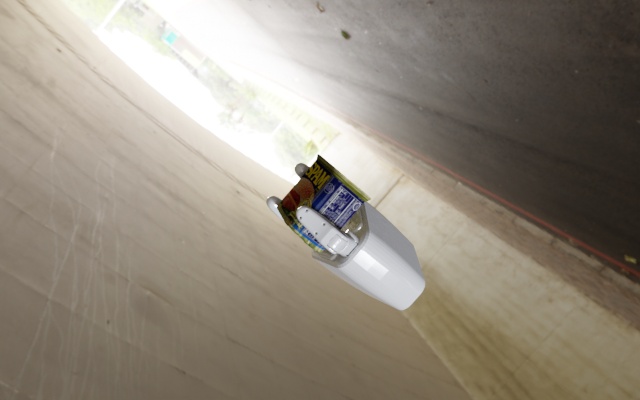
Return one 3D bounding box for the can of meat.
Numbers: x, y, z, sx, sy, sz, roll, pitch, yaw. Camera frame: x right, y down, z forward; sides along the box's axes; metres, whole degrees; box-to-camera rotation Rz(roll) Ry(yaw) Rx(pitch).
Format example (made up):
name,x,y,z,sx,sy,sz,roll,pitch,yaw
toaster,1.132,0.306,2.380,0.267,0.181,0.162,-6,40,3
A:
name,x,y,z,sx,sy,sz,roll,pitch,yaw
can of meat,0.000,0.002,0.556,0.057,0.084,0.102,38,5,-24
